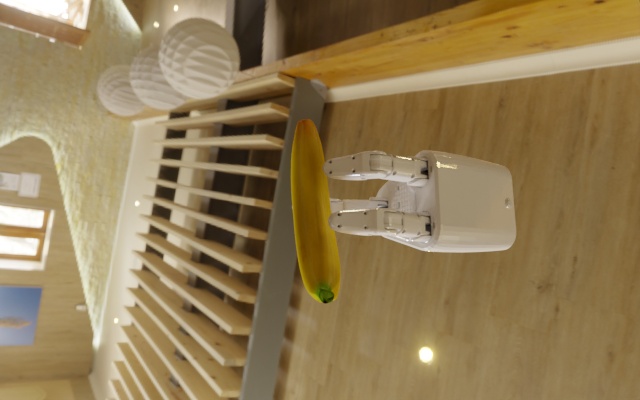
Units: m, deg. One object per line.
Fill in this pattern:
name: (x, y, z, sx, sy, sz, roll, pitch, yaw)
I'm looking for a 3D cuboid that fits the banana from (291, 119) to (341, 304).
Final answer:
banana: (-0.004, 0.015, 0.449, 0.037, 0.197, 0.070, 1, -35, -16)
